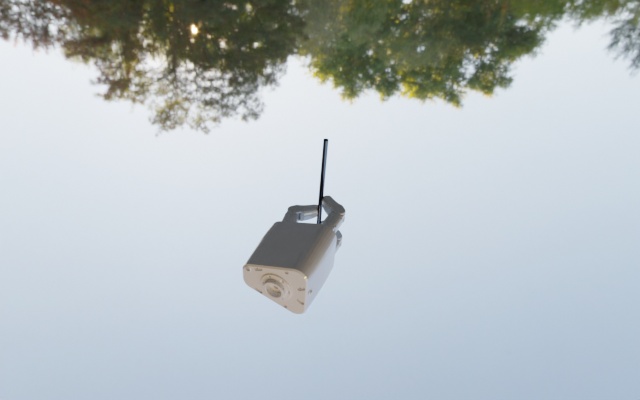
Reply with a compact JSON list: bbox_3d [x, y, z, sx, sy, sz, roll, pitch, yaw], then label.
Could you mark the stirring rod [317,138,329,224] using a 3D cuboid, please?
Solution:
[{"bbox_3d":[0.000,0.003,0.801,0.011,0.240,0.011,3,37,-2],"label":"stirring rod"}]
